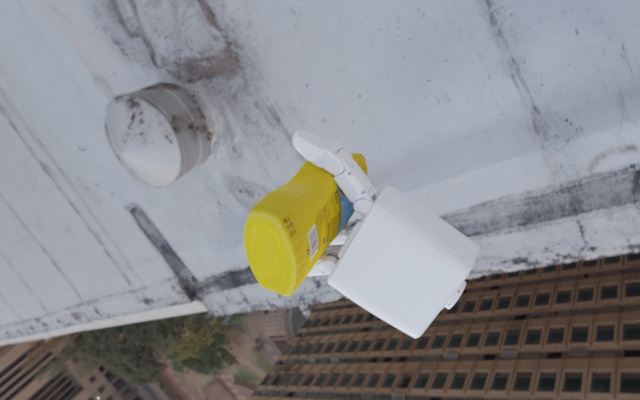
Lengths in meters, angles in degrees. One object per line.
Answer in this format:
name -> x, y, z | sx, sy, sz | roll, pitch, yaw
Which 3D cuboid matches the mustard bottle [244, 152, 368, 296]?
mustard bottle -> 0.000, 0.002, 0.487 | 0.058, 0.096, 0.191 | 14, 38, 26
